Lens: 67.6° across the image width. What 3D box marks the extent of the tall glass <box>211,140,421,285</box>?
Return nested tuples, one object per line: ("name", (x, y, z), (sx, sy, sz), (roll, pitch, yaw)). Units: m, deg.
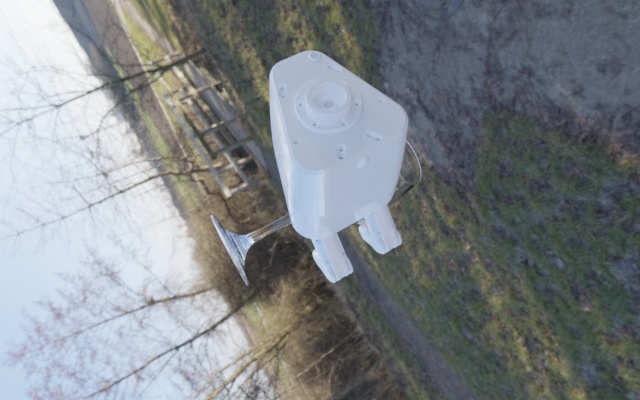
("tall glass", (-0.001, 0.002, 0.470), (0.201, 0.079, 0.079), (-28, 7, -14))
